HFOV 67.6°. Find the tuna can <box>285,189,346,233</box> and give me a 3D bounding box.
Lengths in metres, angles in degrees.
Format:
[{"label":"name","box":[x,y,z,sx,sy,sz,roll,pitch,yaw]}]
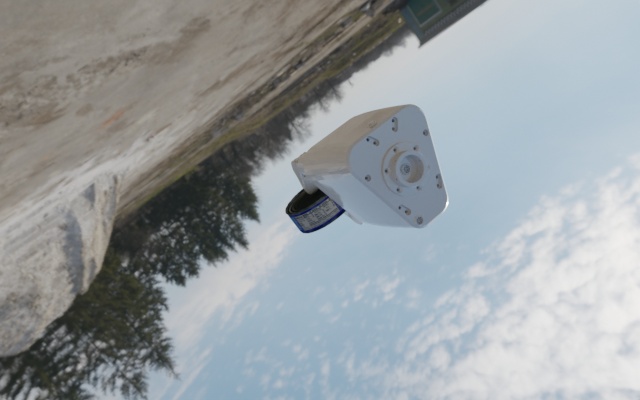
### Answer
[{"label":"tuna can","box":[0.000,0.002,0.594,0.086,0.034,0.086,-32,17,11]}]
